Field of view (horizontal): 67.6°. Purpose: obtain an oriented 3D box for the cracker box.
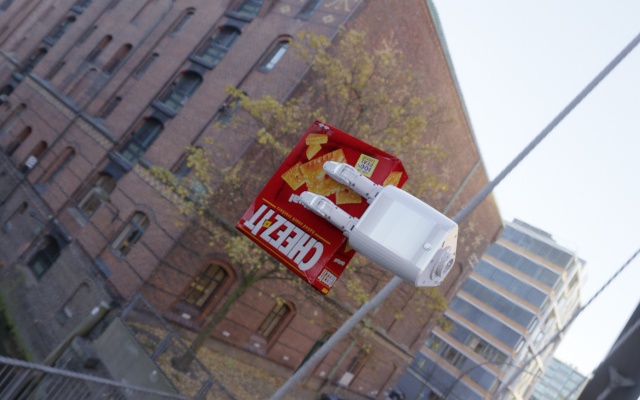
[{"bbox_3d":[0.000,0.002,0.707,0.164,0.213,0.072,32,-9,31],"label":"cracker box"}]
